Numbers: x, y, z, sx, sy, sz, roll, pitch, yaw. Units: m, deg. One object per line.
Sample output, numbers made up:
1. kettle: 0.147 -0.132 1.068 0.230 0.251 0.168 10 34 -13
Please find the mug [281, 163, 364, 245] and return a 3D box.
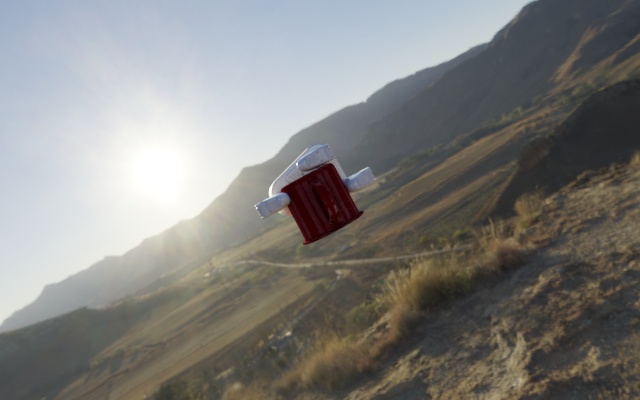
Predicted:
1. mug: 0.000 0.002 0.629 0.093 0.081 0.117 -28 2 -6
